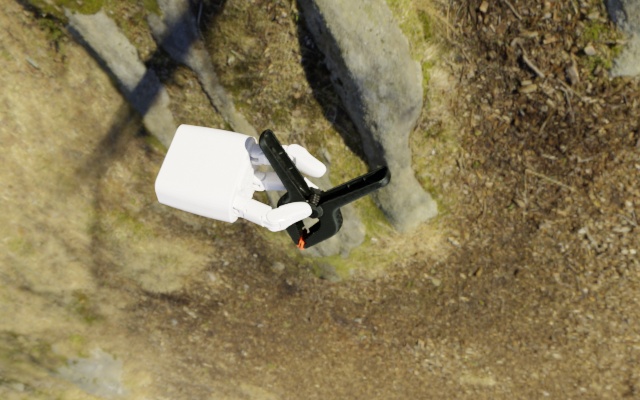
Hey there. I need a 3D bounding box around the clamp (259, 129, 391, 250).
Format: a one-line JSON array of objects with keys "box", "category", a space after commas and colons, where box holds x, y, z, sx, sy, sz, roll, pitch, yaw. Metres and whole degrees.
[{"box": [0.000, 0.003, 0.639, 0.164, 0.036, 0.210, 14, -39, 7], "category": "clamp"}]
